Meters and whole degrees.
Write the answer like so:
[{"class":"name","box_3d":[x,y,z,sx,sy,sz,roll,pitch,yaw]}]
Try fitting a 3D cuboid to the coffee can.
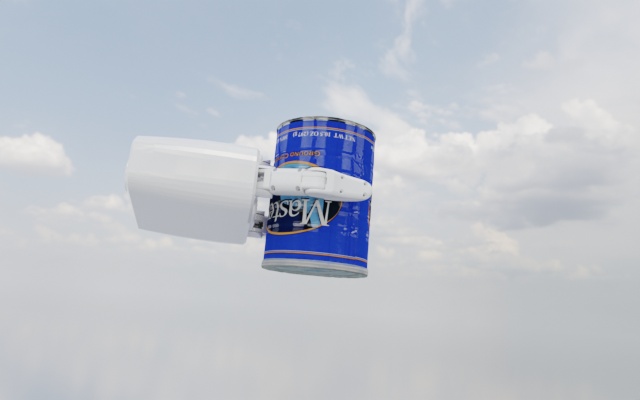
[{"class":"coffee can","box_3d":[0.000,0.002,0.473,0.103,0.140,0.103,5,-13,1]}]
